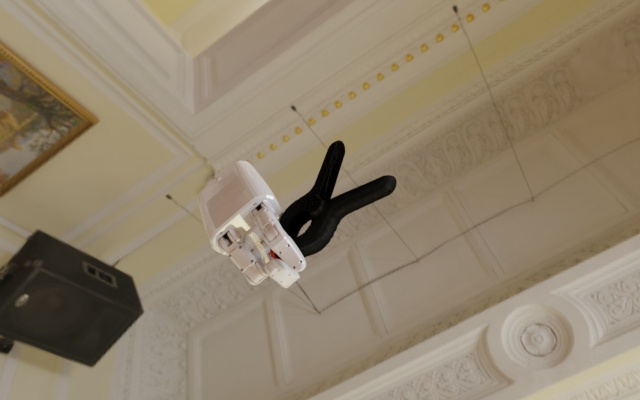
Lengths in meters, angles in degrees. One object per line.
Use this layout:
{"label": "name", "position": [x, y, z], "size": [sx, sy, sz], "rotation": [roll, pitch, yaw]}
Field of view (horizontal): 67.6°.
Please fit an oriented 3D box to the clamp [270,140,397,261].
{"label": "clamp", "position": [0.000, 0.002, 0.587], "size": [0.039, 0.171, 0.120], "rotation": [47, 5, -39]}
